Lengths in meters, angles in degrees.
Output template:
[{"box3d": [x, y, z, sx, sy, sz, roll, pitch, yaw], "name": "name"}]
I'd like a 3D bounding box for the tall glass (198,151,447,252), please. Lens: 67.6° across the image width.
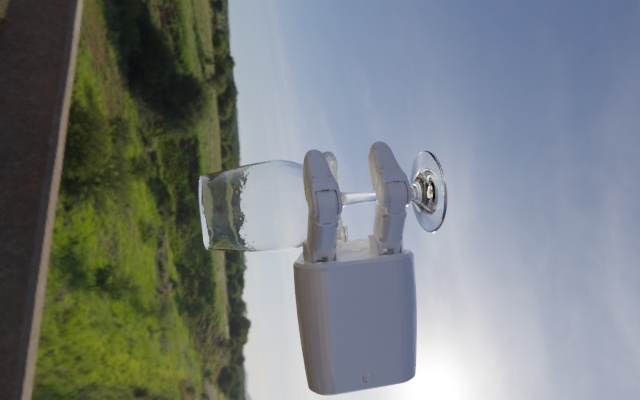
[{"box3d": [0.001, 0.001, 0.411, 0.201, 0.079, 0.079, -5, 1, -11], "name": "tall glass"}]
